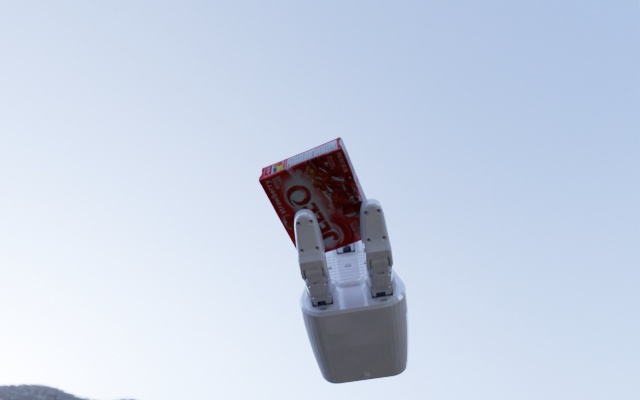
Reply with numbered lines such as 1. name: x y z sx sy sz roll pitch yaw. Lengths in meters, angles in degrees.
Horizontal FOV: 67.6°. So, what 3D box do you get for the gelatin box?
1. gelatin box: 0.000 0.001 0.406 0.073 0.089 0.030 -20 26 10
